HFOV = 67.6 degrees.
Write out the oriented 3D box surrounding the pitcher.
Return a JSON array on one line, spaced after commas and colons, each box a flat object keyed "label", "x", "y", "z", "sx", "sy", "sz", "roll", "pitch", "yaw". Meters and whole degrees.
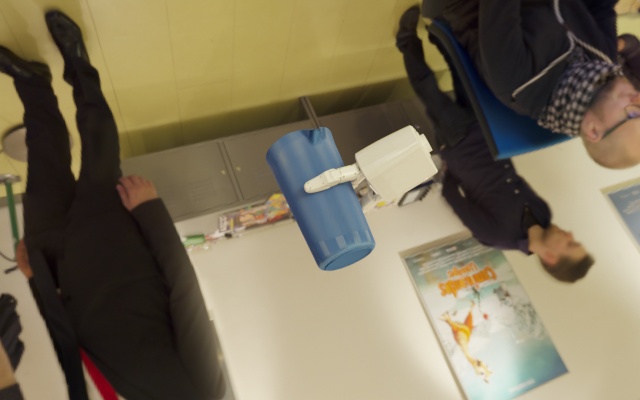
[{"label": "pitcher", "x": 0.000, "y": 0.003, "z": 0.867, "sx": 0.145, "sy": 0.242, "sz": 0.149, "roll": -29, "pitch": -21, "yaw": 14}]
